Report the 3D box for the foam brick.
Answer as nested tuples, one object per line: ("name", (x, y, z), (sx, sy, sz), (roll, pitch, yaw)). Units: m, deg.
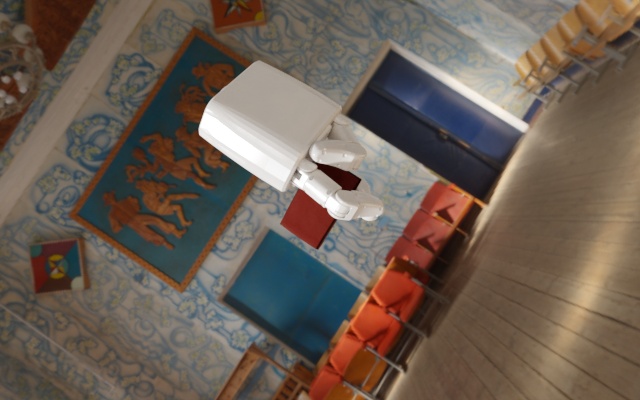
("foam brick", (0.000, 0.002, 0.518), (0.051, 0.078, 0.053), (32, 34, 2))
